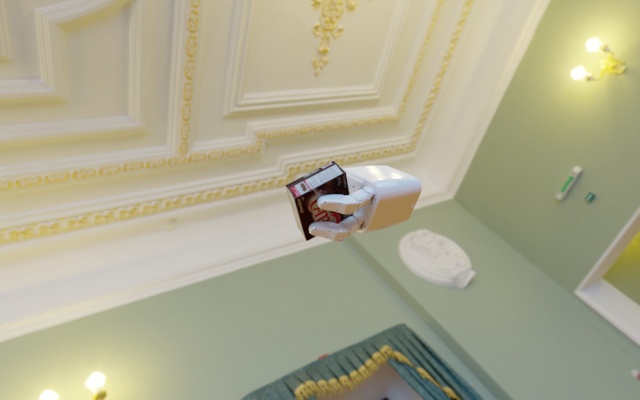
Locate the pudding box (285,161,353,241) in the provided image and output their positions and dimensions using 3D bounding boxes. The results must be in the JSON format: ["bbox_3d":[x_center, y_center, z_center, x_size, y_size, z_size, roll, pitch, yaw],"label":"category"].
[{"bbox_3d":[0.000,0.002,0.752,0.090,0.114,0.039,-29,49,-13],"label":"pudding box"}]
